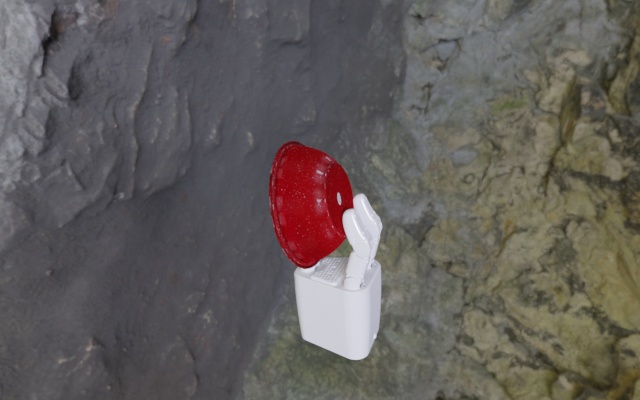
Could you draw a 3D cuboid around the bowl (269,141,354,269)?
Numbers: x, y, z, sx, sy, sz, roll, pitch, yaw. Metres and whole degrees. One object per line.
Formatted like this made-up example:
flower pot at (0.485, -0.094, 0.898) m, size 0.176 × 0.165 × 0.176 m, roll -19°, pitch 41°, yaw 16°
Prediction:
bowl at (0.000, 0.001, 0.589) m, size 0.055 × 0.162 × 0.162 m, roll -8°, pitch -3°, yaw 24°
